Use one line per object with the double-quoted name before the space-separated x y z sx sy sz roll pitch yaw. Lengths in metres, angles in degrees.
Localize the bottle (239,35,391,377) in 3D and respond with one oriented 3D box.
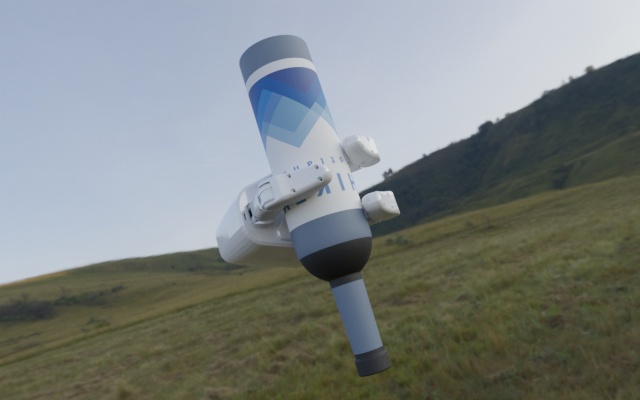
"bottle" 0.000 0.001 0.416 0.069 0.295 0.069 -17 -12 -4
